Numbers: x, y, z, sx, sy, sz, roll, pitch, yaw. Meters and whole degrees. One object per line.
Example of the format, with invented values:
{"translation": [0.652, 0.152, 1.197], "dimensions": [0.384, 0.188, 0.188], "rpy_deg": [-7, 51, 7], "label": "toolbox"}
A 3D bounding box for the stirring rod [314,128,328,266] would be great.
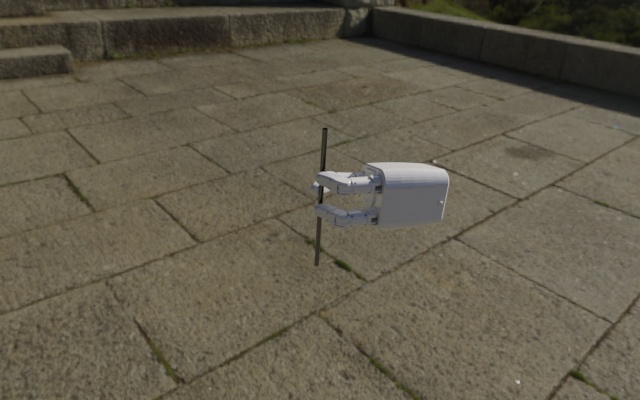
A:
{"translation": [0.000, 0.002, 0.745], "dimensions": [0.011, 0.240, 0.011], "rpy_deg": [3, 28, -1], "label": "stirring rod"}
